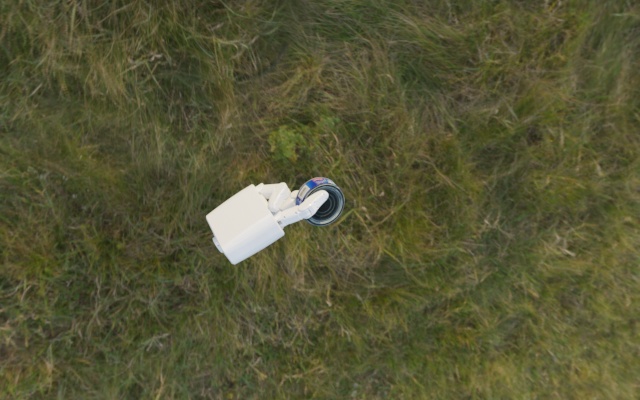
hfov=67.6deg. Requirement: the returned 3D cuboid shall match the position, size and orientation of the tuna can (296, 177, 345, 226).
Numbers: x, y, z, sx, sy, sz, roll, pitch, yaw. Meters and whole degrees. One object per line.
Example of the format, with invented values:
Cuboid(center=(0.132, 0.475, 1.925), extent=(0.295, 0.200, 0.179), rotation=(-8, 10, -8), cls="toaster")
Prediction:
Cuboid(center=(0.000, 0.003, 0.872), extent=(0.086, 0.086, 0.033), rotation=(0, 22, -24), cls="tuna can")
